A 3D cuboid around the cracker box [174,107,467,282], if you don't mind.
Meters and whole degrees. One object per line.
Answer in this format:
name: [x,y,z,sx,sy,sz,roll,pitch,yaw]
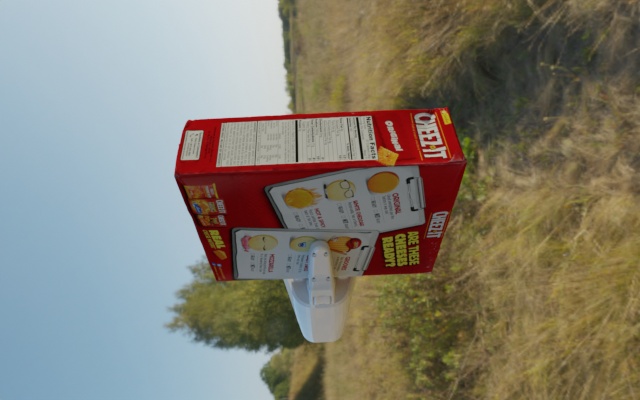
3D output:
cracker box: [0.000,0.002,0.423,0.214,0.072,0.164,-3,-37,-1]
